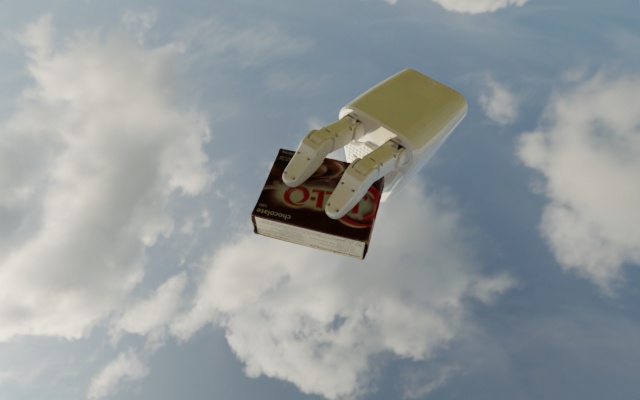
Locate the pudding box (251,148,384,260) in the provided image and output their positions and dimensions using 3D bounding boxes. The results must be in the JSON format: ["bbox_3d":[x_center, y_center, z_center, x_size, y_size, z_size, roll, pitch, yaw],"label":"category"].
[{"bbox_3d":[0.000,0.002,0.468,0.113,0.090,0.039,11,-39,9],"label":"pudding box"}]
